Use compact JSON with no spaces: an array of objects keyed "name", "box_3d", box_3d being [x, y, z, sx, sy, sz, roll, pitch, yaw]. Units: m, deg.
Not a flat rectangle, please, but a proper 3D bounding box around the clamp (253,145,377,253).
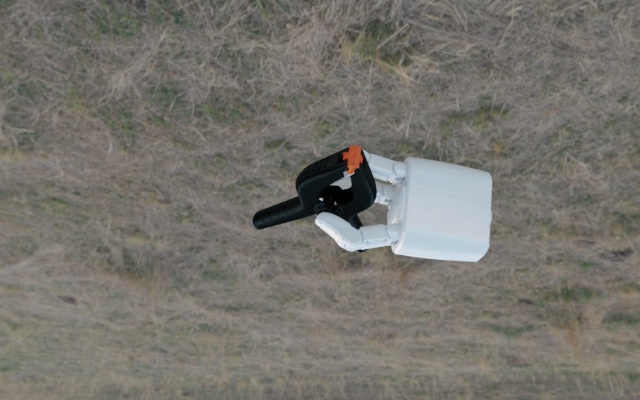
[{"name":"clamp","box_3d":[0.000,0.002,0.579,0.164,0.036,0.210,9,-31,-4]}]
